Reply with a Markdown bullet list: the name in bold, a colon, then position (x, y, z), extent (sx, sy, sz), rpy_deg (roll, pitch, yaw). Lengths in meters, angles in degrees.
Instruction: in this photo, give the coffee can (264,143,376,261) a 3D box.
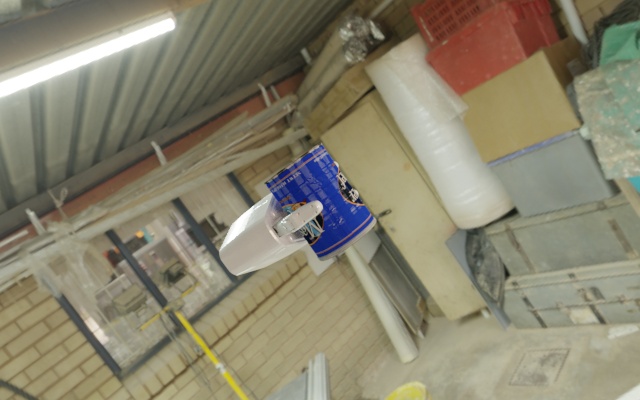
- **coffee can**: position (0.000, 0.002, 0.697), extent (0.103, 0.140, 0.103), rpy_deg (-35, 4, 3)
